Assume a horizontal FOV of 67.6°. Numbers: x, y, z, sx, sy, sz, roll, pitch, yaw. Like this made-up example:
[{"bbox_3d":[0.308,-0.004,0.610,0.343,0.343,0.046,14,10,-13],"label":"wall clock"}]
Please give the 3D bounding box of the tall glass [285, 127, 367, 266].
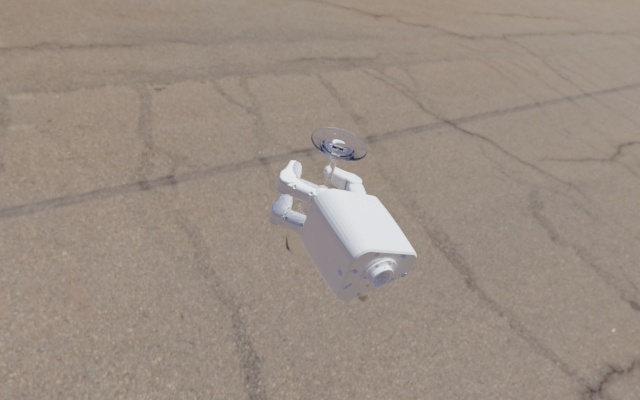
[{"bbox_3d":[0.000,0.002,0.669,0.079,0.201,0.079,11,38,-9],"label":"tall glass"}]
